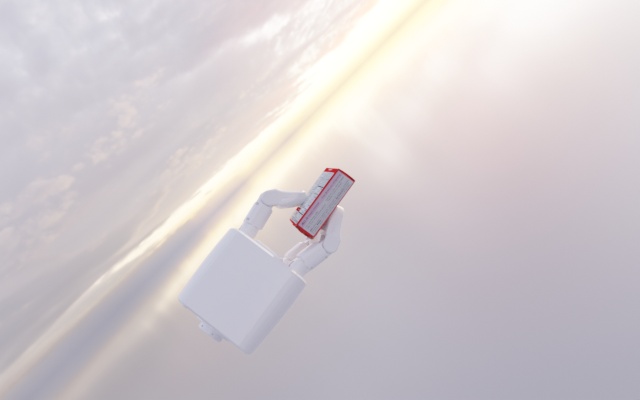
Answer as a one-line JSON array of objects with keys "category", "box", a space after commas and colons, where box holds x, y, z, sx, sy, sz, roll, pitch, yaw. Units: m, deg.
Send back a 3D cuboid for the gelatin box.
[{"category": "gelatin box", "box": [0.000, 0.001, 0.596, 0.030, 0.089, 0.073, 36, -3, -11]}]
